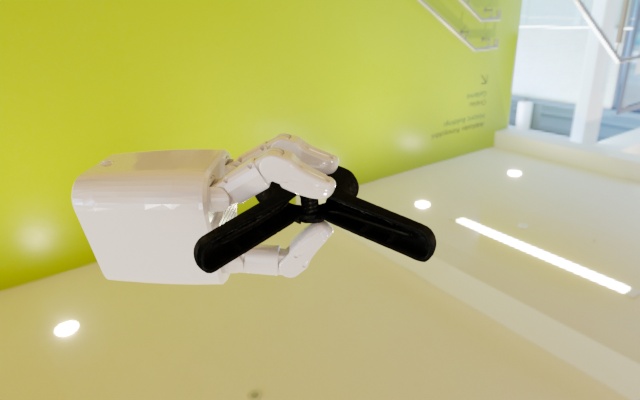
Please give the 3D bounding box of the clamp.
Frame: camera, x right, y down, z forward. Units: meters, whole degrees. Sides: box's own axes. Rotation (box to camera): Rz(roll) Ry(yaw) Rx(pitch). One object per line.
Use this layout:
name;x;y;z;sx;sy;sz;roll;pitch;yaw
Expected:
clamp;0.000;0.002;0.404;0.164;0.036;0.210;1;22;1
